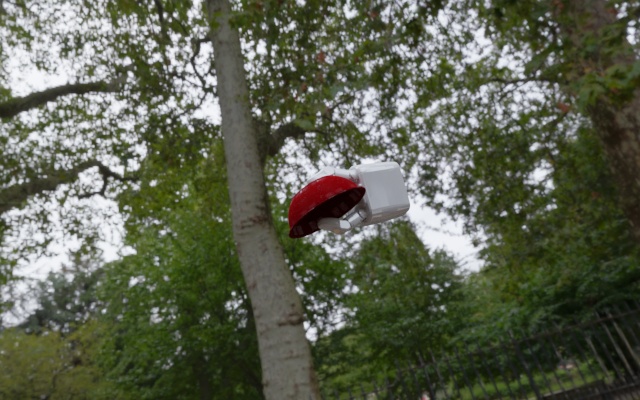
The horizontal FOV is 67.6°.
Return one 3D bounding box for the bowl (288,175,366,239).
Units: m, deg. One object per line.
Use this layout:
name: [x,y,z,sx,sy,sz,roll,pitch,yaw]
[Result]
bowl: [-0.001,0.003,0.861,0.162,0.055,0.162,-30,-16,-9]
